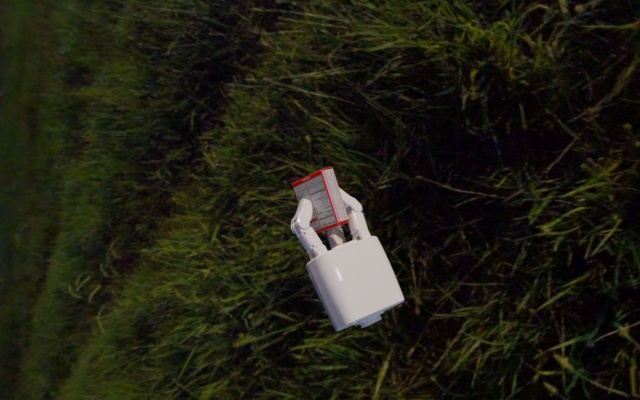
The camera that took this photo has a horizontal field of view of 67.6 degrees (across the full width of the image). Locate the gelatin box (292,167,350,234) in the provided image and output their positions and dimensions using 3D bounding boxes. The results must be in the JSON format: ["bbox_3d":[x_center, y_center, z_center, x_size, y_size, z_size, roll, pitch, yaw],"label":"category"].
[{"bbox_3d":[0.000,0.002,0.737,0.030,0.089,0.073,-15,-6,-43],"label":"gelatin box"}]
